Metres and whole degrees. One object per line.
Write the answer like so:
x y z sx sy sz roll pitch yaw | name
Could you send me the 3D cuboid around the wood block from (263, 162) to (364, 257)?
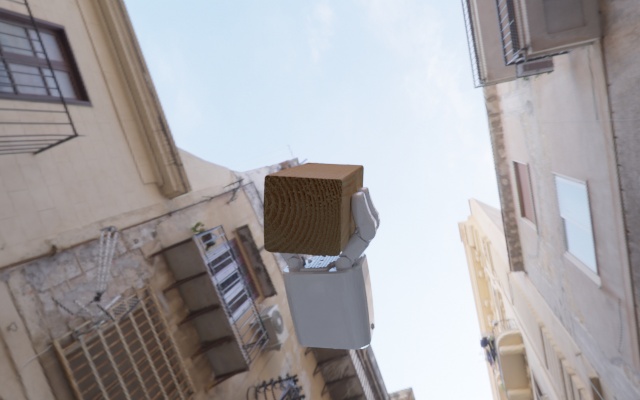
0.000 0.002 0.628 0.091 0.090 0.206 3 9 11 | wood block
